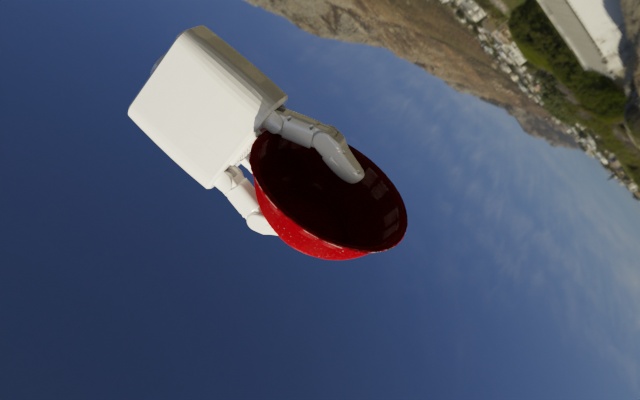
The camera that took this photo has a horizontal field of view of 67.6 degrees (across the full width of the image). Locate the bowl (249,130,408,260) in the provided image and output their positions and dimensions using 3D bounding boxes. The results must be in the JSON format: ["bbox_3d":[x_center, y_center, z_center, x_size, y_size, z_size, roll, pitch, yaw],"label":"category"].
[{"bbox_3d":[0.001,0.003,0.451,0.162,0.162,0.055,0,-44,-38],"label":"bowl"}]
